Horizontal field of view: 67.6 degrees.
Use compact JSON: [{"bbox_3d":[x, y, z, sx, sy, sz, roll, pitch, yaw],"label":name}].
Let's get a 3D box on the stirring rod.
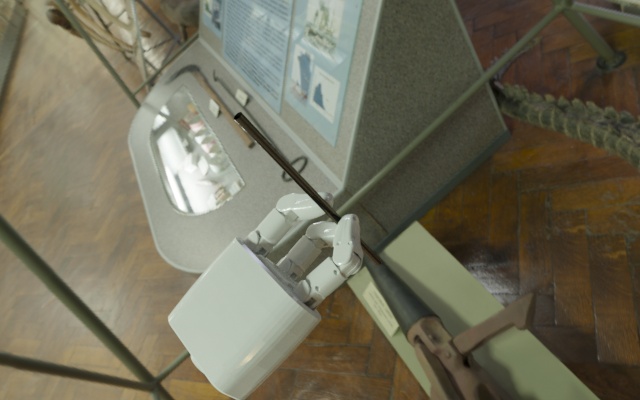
[{"bbox_3d":[0.000,0.002,0.445,0.011,0.011,0.240,0,-34,39],"label":"stirring rod"}]
